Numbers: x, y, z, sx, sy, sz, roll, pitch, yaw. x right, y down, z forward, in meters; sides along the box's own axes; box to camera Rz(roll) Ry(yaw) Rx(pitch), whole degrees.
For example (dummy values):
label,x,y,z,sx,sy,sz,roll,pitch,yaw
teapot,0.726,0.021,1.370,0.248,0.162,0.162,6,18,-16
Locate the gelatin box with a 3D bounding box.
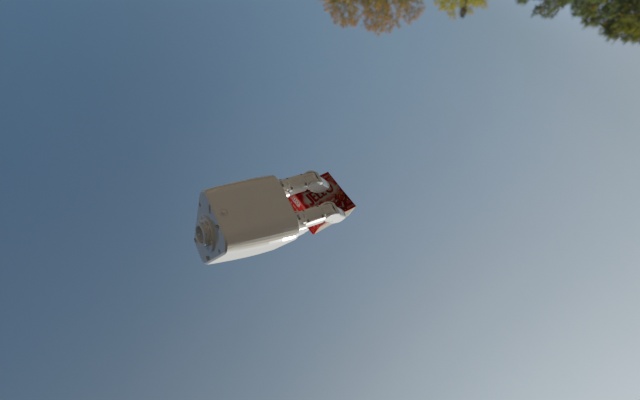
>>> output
label,x,y,z,sx,sy,sz,roll,pitch,yaw
gelatin box,0.000,0.003,0.729,0.089,0.073,0.030,-26,-19,-43
